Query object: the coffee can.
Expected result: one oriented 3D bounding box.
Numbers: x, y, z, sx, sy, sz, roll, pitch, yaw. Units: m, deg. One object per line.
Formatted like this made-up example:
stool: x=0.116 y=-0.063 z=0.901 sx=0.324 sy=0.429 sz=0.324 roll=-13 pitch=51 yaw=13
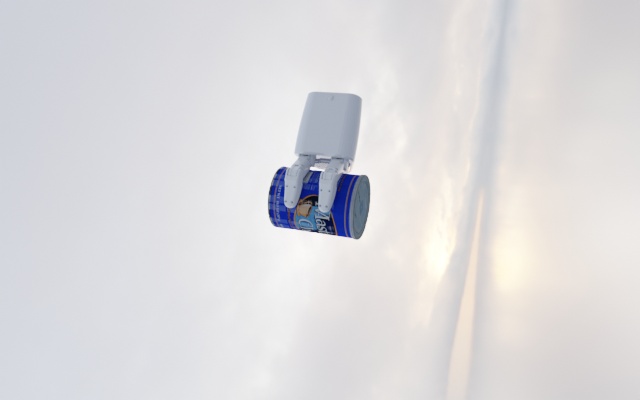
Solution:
coffee can: x=0.000 y=0.003 z=0.765 sx=0.140 sy=0.103 sz=0.103 roll=7 pitch=2 yaw=18
